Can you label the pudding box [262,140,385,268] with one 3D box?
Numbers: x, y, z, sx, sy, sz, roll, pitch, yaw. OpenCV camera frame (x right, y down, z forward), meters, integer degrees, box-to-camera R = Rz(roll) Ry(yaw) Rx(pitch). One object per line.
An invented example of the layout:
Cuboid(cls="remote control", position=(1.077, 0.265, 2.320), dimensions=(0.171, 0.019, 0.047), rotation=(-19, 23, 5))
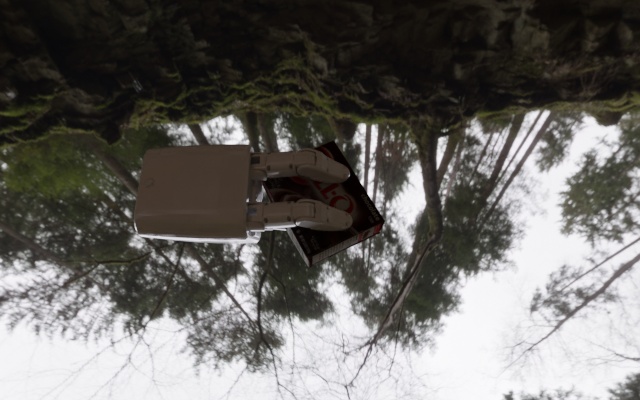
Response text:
Cuboid(cls="pudding box", position=(0.000, 0.002, 0.504), dimensions=(0.090, 0.113, 0.039), rotation=(-25, -21, -13))
